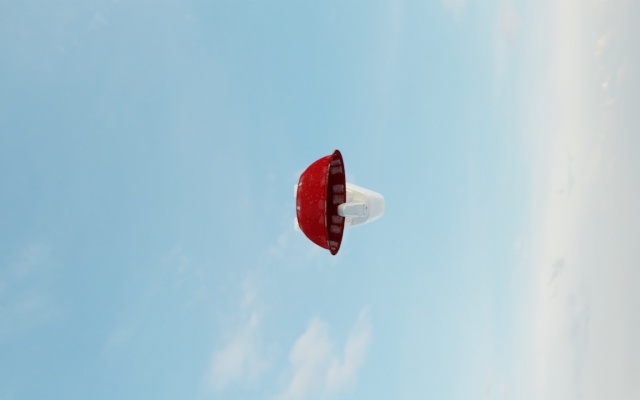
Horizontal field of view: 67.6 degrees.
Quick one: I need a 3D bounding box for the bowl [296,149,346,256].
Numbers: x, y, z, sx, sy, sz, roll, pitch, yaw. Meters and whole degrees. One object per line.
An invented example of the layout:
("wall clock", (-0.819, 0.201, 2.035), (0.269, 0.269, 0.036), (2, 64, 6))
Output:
("bowl", (-0.001, 0.002, 0.730), (0.055, 0.162, 0.162), (2, 0, 12))
